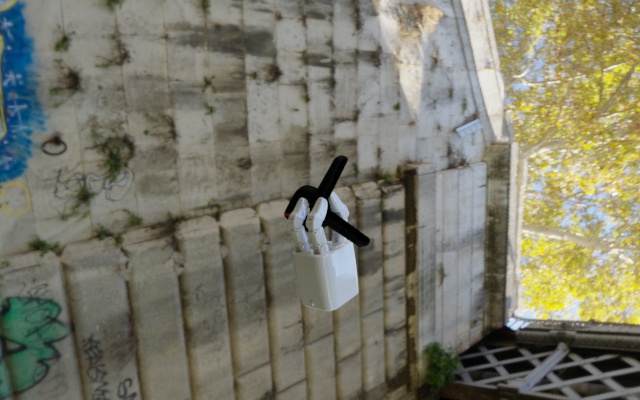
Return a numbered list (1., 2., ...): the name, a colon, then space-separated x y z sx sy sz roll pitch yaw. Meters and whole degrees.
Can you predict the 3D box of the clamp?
1. clamp: 0.000 0.003 0.897 0.036 0.164 0.210 -17 10 -40
